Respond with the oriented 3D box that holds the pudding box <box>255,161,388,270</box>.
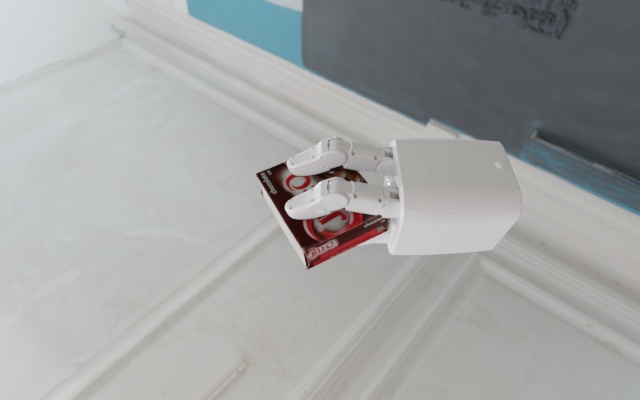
[{"bbox_3d":[0.000,0.002,0.468,0.090,0.039,0.113,-24,49,-16],"label":"pudding box"}]
